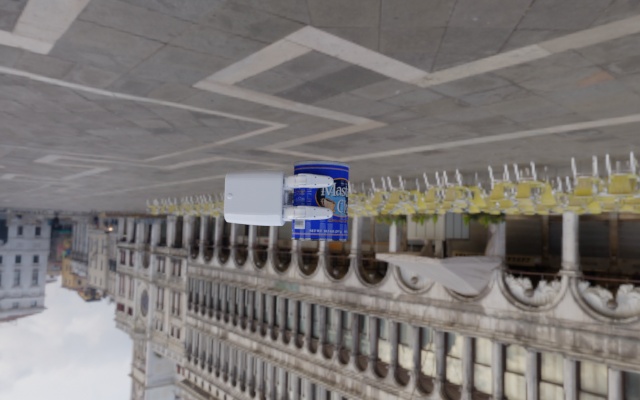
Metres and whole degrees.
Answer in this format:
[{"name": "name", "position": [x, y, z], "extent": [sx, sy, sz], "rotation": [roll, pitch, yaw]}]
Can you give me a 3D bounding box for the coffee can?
[{"name": "coffee can", "position": [0.000, 0.003, 0.872], "extent": [0.103, 0.140, 0.103], "rotation": [1, -3, 0]}]
